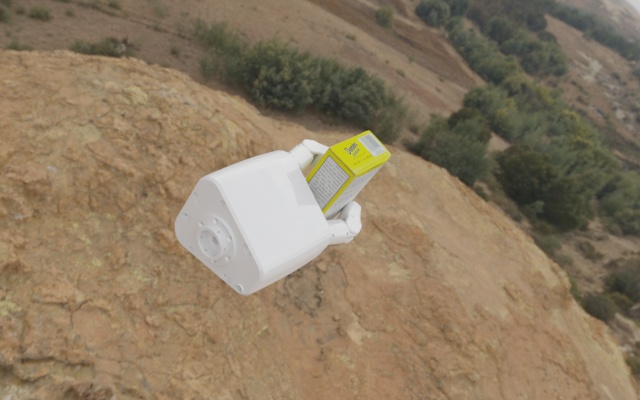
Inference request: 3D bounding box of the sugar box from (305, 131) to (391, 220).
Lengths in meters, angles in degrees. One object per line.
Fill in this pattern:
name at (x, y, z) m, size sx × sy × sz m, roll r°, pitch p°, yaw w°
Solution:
sugar box at (0.000, 0.001, 0.556) m, size 0.176 × 0.048 × 0.093 m, roll -48°, pitch -11°, yaw 36°
